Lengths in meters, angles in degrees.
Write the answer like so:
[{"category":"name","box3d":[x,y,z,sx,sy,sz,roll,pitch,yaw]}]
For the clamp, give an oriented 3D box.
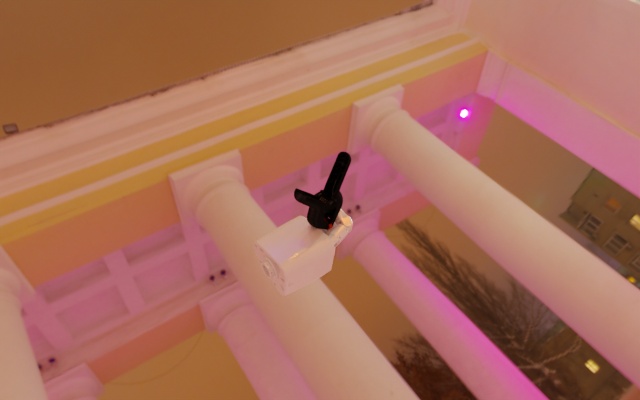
[{"category":"clamp","box3d":[0.000,0.002,0.825,0.120,0.172,0.039,-30,56,-27]}]
